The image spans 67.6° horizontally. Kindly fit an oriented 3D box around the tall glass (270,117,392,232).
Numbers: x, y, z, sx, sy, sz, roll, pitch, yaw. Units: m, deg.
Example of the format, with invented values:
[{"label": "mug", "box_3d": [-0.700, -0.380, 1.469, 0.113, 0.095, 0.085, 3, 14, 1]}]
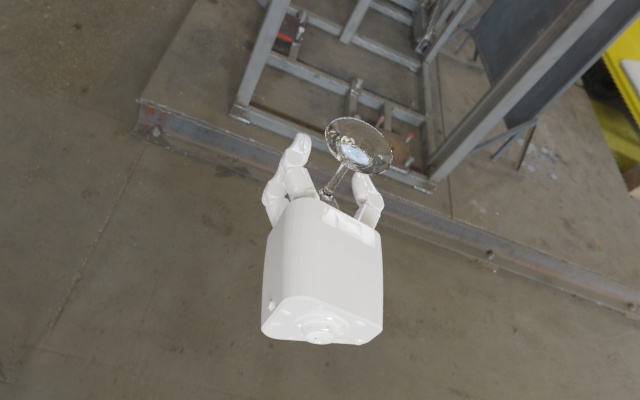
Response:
[{"label": "tall glass", "box_3d": [0.000, 0.001, 0.544, 0.079, 0.079, 0.201, 0, -35, -28]}]
